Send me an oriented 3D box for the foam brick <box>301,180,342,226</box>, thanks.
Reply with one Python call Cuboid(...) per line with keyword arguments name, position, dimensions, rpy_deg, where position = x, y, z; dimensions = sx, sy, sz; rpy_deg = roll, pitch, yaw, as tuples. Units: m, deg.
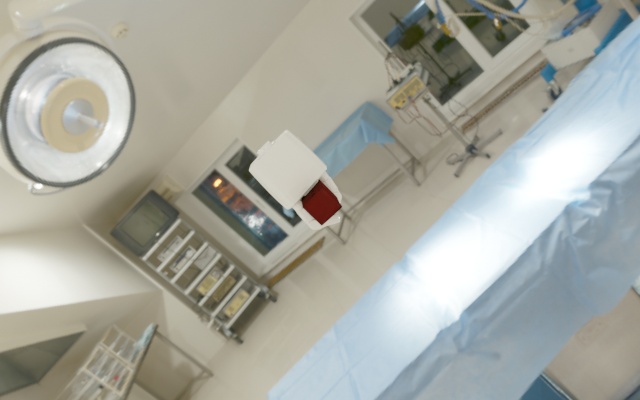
Cuboid(name="foam brick", position=(0.000, 0.003, 0.882), dimensions=(0.051, 0.053, 0.078), rpy_deg=(45, 5, -13))
